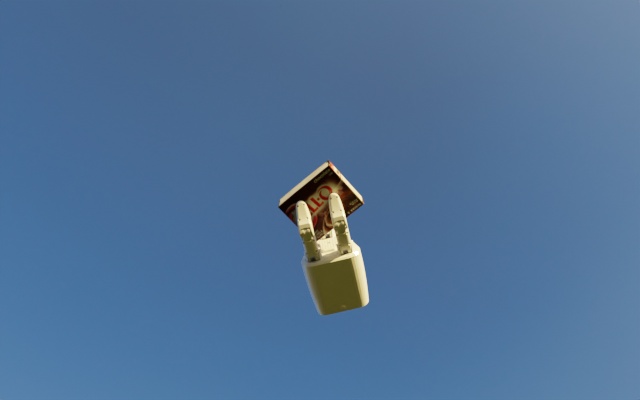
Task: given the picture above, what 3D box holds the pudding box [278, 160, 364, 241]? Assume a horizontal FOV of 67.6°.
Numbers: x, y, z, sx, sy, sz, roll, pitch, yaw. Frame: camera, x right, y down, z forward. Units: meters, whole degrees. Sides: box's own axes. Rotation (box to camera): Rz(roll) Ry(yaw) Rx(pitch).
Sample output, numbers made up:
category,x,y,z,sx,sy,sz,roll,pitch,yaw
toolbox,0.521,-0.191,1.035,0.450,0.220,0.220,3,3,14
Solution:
category,x,y,z,sx,sy,sz,roll,pitch,yaw
pudding box,0.000,0.003,0.790,0.113,0.090,0.039,-40,19,11
